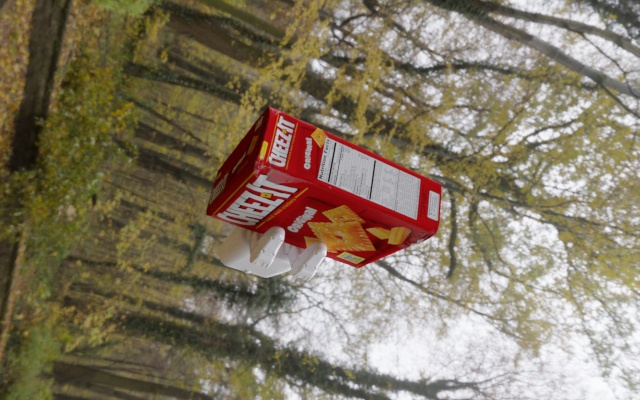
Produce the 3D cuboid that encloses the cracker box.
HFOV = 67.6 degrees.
[{"bbox_3d":[0.000,0.002,0.538,0.214,0.072,0.164,21,-29,-21],"label":"cracker box"}]
